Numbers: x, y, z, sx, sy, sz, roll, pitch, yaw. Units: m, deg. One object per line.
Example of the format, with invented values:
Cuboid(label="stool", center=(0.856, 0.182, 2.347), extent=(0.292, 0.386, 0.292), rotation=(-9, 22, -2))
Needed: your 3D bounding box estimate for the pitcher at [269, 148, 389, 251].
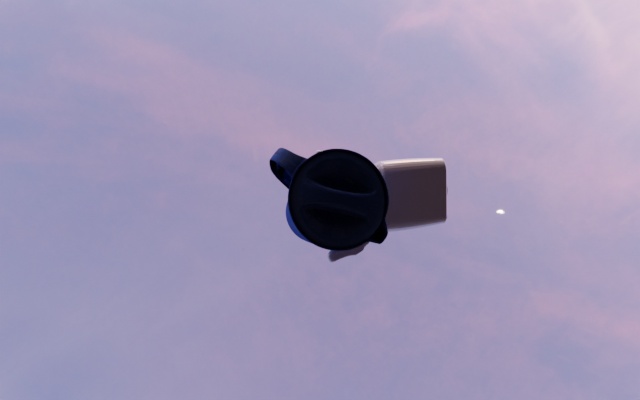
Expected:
Cuboid(label="pitcher", center=(0.000, 0.002, 0.727), extent=(0.145, 0.149, 0.243), rotation=(-8, -4, -9))
